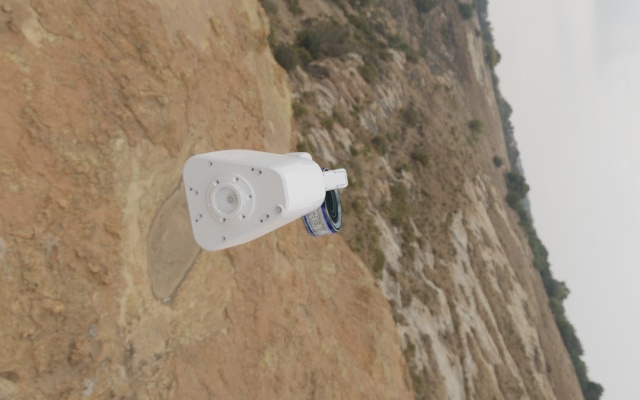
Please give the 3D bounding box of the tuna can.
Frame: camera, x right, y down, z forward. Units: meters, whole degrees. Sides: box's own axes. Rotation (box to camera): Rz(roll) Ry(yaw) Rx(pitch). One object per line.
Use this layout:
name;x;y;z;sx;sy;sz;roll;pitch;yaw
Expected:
tuna can;0.001;0.002;0.609;0.034;0.086;0.086;-11;-3;15
